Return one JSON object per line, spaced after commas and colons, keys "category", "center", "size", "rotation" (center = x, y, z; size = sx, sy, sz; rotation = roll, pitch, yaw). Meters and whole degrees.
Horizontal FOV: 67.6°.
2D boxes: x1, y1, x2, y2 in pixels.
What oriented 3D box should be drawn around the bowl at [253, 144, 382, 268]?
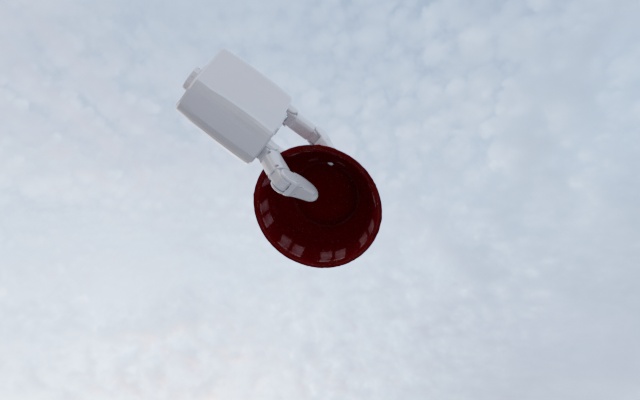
{"category": "bowl", "center": [0.001, 0.003, 0.603], "size": [0.162, 0.162, 0.055], "rotation": [0, 20, 14]}
